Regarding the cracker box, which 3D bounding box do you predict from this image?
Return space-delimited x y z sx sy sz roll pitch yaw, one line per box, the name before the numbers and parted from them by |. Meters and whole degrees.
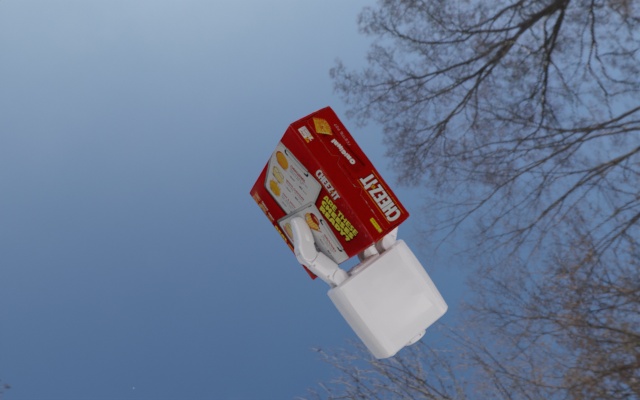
cracker box | 0.000 0.002 0.627 0.072 0.164 0.214 -34 -5 -28
